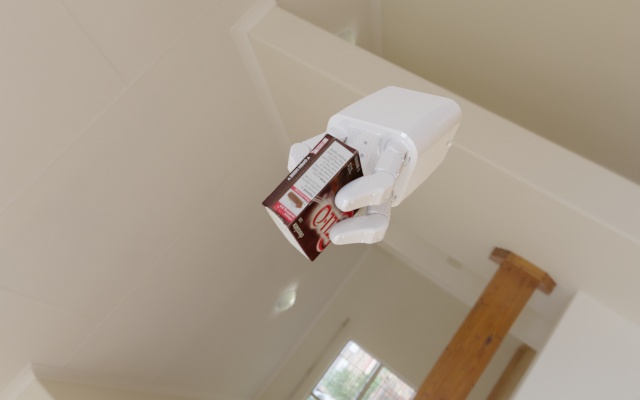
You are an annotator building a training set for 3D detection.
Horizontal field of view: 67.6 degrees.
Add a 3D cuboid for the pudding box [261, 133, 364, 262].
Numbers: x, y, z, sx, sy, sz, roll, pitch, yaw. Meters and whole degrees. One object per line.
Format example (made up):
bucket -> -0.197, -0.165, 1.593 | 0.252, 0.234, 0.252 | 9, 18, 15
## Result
pudding box -> 0.000, 0.001, 0.449 | 0.039, 0.090, 0.113 | 37, -11, 24
